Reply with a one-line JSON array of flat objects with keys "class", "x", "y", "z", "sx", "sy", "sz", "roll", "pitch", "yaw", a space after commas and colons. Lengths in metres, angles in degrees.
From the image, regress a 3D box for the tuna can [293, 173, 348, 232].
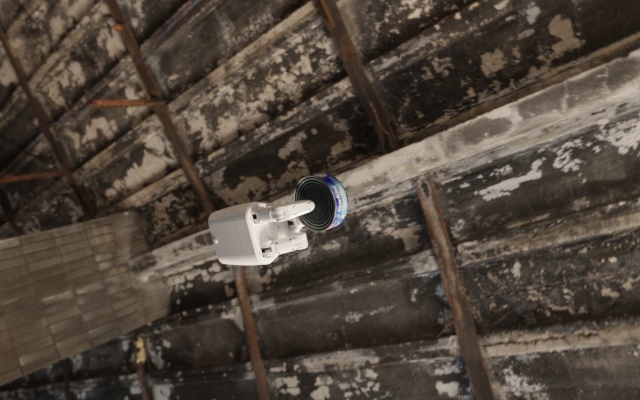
[{"class": "tuna can", "x": 0.001, "y": 0.002, "z": 0.721, "sx": 0.086, "sy": 0.086, "sz": 0.033, "roll": 0, "pitch": 11, "yaw": 42}]
